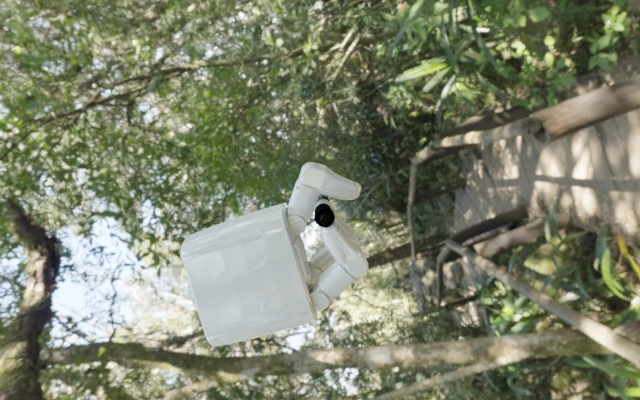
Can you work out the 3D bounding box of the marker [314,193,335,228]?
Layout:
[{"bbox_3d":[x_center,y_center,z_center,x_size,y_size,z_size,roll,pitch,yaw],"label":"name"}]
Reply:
[{"bbox_3d":[0.000,0.002,0.480,0.020,0.020,0.121,0,15,-4],"label":"marker"}]
